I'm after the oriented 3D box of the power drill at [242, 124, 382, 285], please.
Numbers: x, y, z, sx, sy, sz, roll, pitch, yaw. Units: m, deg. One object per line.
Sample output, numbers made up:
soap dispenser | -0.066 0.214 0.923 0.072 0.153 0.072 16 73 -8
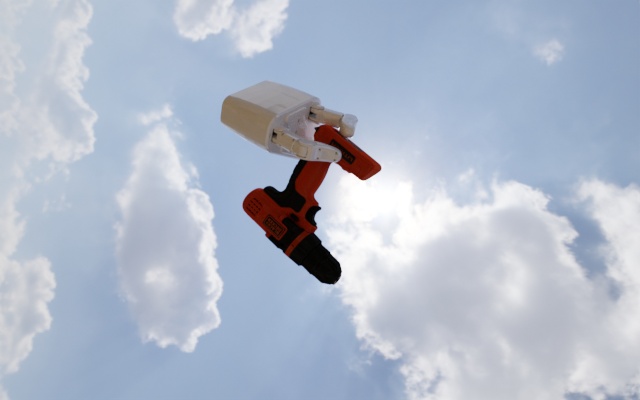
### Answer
power drill | 0.000 0.002 0.679 0.184 0.188 0.057 42 13 11
